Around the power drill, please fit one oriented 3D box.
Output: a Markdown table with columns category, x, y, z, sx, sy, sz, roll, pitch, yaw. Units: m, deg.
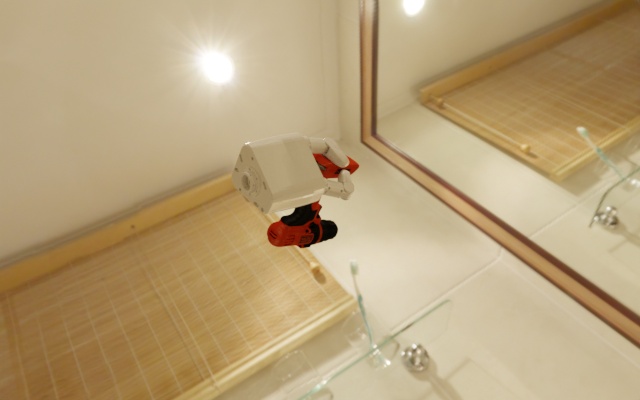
| category | x | y | z | sx | sy | sz | roll | pitch | yaw |
| --- | --- | --- | --- | --- | --- | --- | --- | --- | --- |
| power drill | 0.000 | 0.002 | 0.887 | 0.057 | 0.188 | 0.184 | 35 | 21 | 30 |
